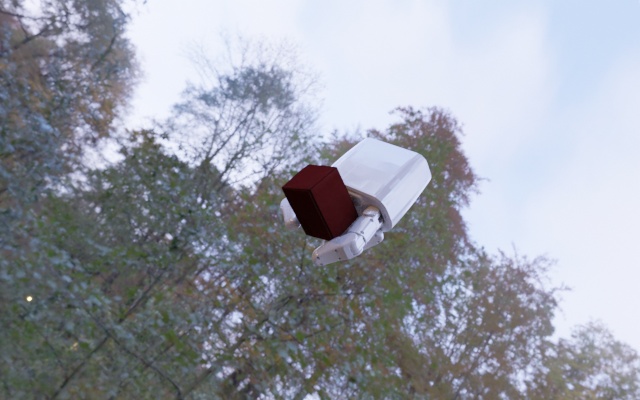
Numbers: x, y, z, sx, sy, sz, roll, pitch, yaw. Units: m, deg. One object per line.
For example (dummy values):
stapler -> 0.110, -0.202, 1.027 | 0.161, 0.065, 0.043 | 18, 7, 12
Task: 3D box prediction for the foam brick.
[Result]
foam brick -> 0.000, 0.002, 0.576 | 0.053, 0.078, 0.051 | 10, 45, 47
